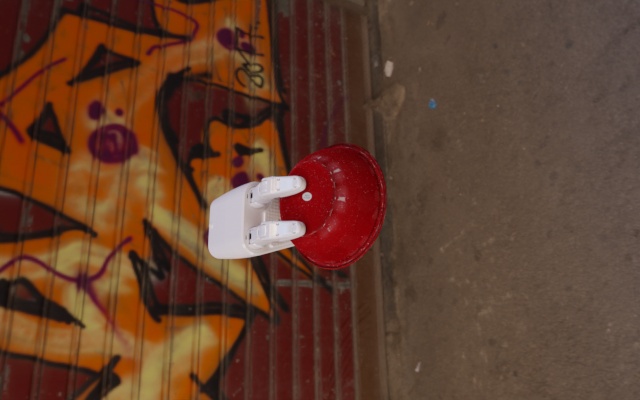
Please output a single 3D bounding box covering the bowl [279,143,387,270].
[{"bbox_3d":[0.001,0.001,0.585,0.162,0.162,0.055,0,-10,42],"label":"bowl"}]
